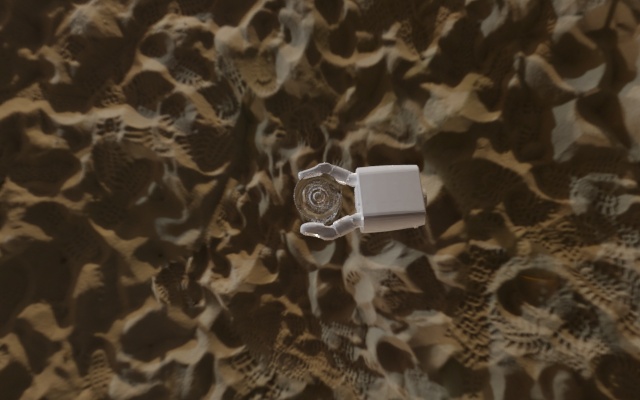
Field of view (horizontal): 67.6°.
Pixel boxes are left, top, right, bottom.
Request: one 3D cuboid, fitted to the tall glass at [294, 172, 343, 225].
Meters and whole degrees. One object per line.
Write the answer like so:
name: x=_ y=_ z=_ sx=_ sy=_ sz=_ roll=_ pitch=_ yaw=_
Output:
tall glass: x=0.000 y=0.003 z=0.827 sx=0.079 sy=0.079 sz=0.201 roll=0 pitch=-6 yaw=2
